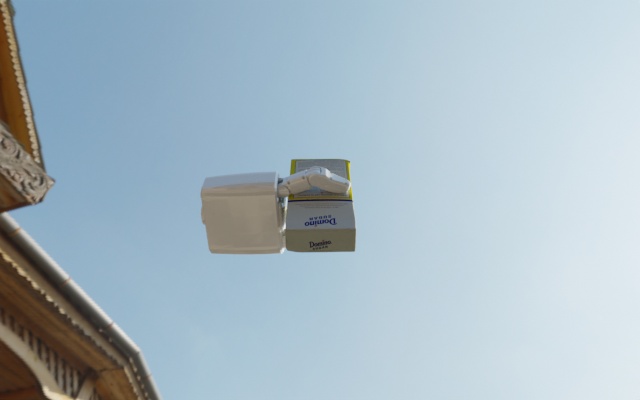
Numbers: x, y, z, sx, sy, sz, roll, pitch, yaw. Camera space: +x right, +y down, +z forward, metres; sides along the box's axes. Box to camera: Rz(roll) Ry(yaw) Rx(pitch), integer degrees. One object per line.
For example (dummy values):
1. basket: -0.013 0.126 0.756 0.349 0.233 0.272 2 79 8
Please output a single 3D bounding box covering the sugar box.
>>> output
1. sugar box: 0.000 0.003 0.680 0.093 0.048 0.176 0 38 1
